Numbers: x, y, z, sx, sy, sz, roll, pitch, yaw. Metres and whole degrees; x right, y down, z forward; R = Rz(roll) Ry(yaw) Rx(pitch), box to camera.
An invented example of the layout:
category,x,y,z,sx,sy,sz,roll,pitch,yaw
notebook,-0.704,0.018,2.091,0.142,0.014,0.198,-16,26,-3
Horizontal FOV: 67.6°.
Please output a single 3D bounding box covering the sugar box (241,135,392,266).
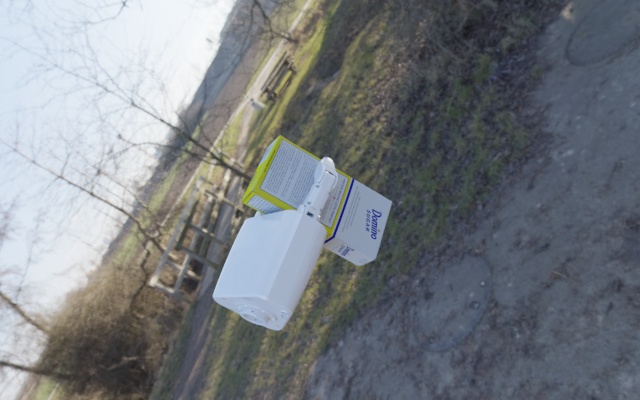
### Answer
category,x,y,z,sx,sy,sz,roll,pitch,yaw
sugar box,0.000,0.002,0.603,0.176,0.093,0.048,32,-32,-16
